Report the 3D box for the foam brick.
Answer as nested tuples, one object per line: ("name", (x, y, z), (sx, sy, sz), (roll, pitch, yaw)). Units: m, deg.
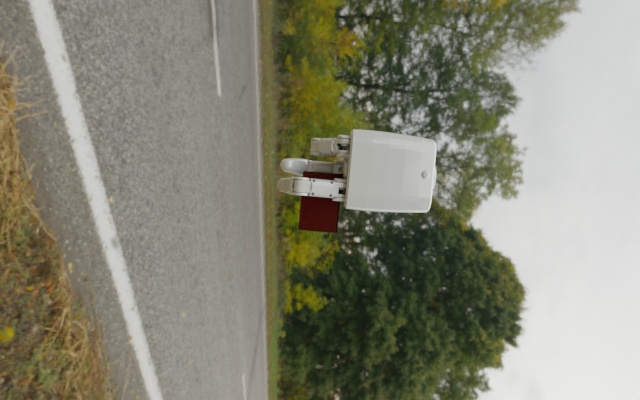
("foam brick", (0.000, 0.002, 0.629), (0.051, 0.078, 0.053), (5, 1, 0))
